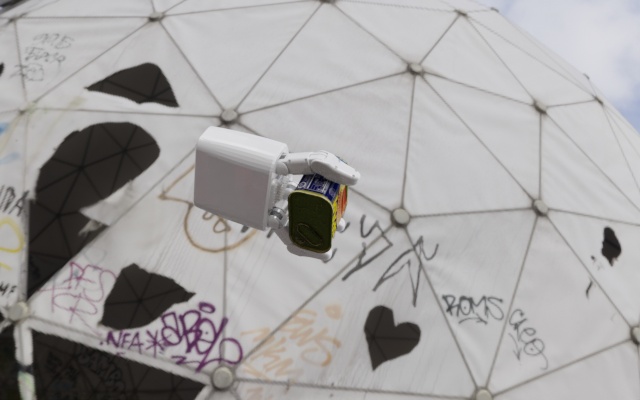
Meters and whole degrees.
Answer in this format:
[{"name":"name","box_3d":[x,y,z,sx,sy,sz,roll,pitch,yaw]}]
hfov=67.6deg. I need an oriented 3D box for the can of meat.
[{"name":"can of meat","box_3d":[0.000,0.002,0.612,0.057,0.102,0.084,14,45,13]}]
